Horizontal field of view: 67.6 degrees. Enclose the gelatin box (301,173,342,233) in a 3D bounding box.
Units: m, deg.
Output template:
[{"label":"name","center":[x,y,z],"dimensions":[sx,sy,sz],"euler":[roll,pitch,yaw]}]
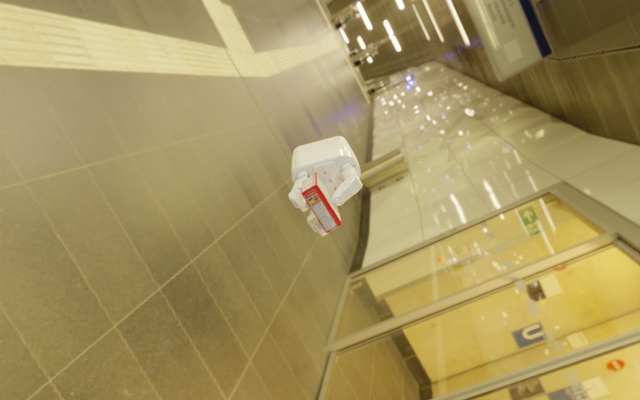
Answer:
[{"label":"gelatin box","center":[0.001,0.002,0.737],"dimensions":[0.030,0.073,0.089],"euler":[-30,13,6]}]
